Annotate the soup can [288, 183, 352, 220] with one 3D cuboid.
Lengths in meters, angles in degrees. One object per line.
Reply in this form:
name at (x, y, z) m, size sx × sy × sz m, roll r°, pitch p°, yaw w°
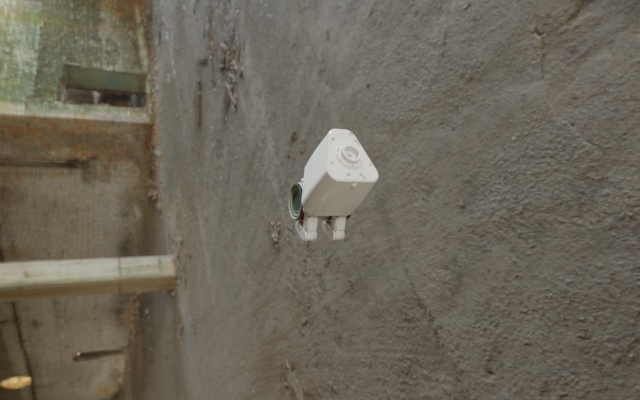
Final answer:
soup can at (0.000, 0.003, 0.867) m, size 0.102 × 0.068 × 0.068 m, roll 0°, pitch 0°, yaw -26°
